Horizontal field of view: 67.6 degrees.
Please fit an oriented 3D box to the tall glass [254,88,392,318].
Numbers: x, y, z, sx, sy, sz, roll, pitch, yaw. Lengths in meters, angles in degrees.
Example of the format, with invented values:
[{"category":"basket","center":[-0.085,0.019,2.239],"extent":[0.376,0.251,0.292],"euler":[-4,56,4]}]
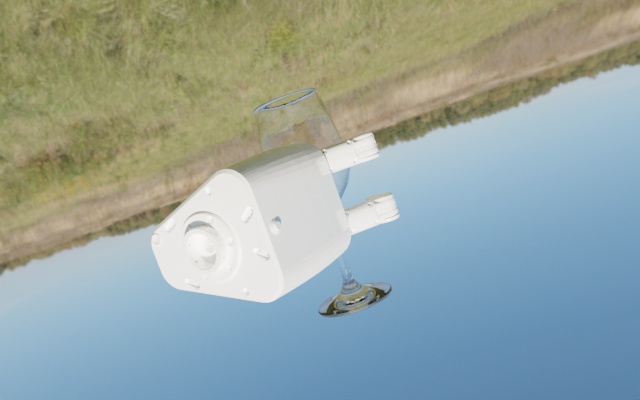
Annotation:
[{"category":"tall glass","center":[0.000,0.002,0.448],"extent":[0.079,0.201,0.079],"euler":[-19,5,2]}]
